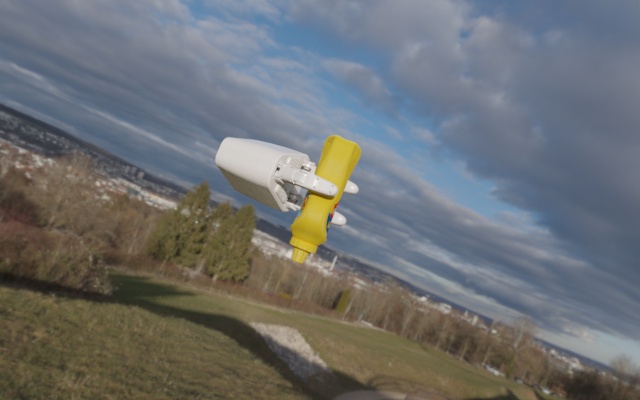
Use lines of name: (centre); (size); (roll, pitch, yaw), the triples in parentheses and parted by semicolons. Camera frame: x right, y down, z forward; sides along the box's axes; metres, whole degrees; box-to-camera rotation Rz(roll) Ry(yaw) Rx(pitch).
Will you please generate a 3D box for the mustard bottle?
mustard bottle: (0.001, 0.002, 0.714); (0.058, 0.191, 0.096); (23, -5, -1)
